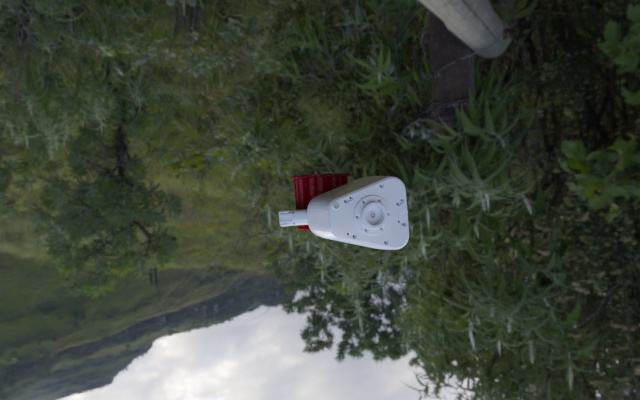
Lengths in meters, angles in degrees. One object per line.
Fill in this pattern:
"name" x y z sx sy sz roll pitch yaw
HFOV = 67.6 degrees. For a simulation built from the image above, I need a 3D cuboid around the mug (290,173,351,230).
"mug" 0.000 0.003 0.745 0.093 0.081 0.117 -3 0 -12
